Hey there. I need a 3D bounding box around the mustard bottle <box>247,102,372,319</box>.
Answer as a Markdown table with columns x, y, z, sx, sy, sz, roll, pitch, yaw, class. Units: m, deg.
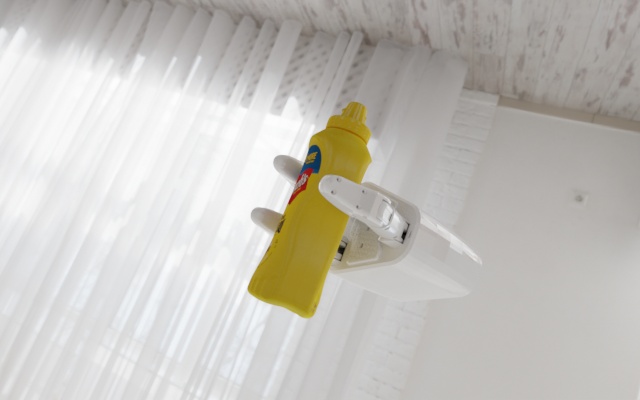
| x | y | z | sx | sy | sz | roll | pitch | yaw | class |
| --- | --- | --- | --- | --- | --- | --- | --- | --- | --- |
| 0.000 | 0.001 | 0.414 | 0.058 | 0.191 | 0.096 | 24 | -12 | -8 | mustard bottle |
